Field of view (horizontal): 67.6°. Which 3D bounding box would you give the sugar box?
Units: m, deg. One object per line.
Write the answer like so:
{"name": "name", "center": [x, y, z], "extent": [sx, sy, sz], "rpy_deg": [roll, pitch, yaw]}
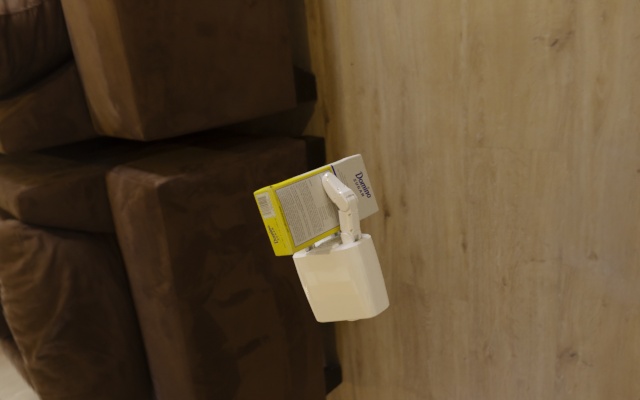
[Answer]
{"name": "sugar box", "center": [0.000, 0.002, 0.671], "extent": [0.176, 0.093, 0.048], "rpy_deg": [-23, 7, -42]}
